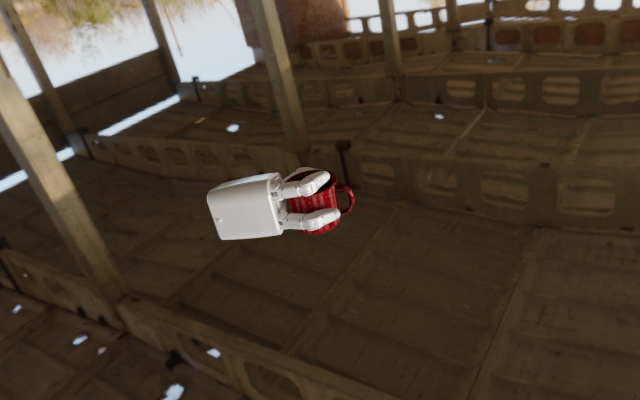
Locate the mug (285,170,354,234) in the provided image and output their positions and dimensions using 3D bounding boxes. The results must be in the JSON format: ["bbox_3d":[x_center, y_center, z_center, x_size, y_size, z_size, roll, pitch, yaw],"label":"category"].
[{"bbox_3d":[0.002,0.003,0.819,0.117,0.081,0.093,-6,30,9],"label":"mug"}]
